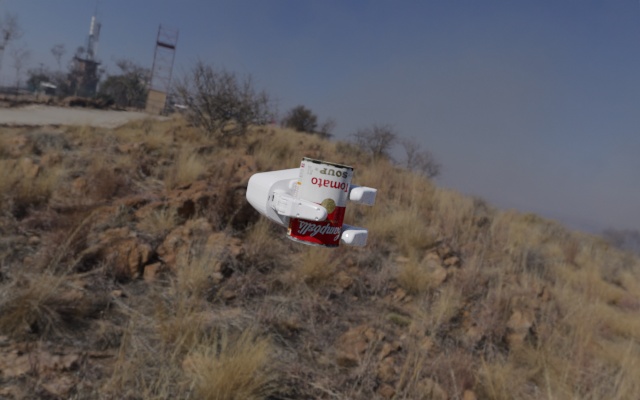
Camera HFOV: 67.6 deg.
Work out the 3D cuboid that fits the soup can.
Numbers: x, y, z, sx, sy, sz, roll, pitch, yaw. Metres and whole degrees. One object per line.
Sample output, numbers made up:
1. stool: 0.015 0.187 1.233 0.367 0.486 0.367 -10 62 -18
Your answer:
1. soup can: 0.000 0.002 0.602 0.068 0.102 0.068 11 5 -1
